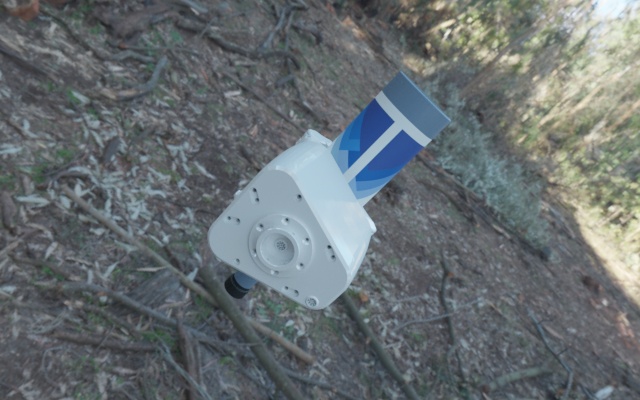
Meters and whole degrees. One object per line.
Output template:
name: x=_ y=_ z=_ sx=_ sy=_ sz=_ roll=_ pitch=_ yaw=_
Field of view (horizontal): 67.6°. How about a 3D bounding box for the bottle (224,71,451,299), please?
bottle: x=0.000 y=0.001 z=0.491 sx=0.296 sy=0.069 sz=0.069 roll=-45 pitch=-18 yaw=19
